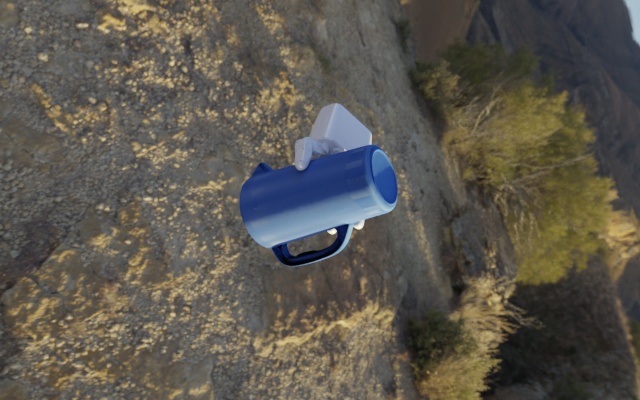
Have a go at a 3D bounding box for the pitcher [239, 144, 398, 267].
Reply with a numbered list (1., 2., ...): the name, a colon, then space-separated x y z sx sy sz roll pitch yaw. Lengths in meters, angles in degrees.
1. pitcher: 0.000 0.002 0.785 0.243 0.145 0.149 -15 -50 30
